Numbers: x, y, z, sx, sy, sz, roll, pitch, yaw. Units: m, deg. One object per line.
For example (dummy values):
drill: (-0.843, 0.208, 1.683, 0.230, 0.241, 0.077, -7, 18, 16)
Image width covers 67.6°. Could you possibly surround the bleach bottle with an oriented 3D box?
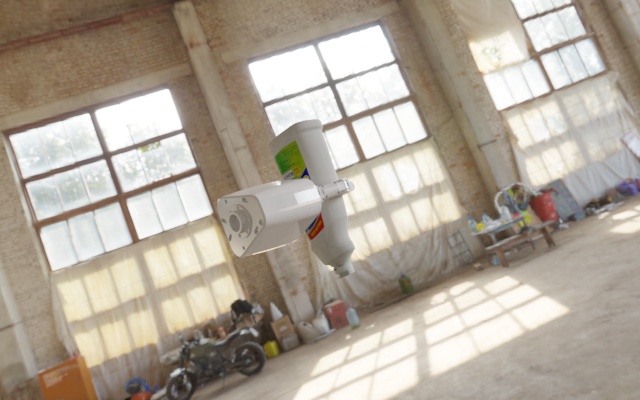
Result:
bleach bottle: (0.000, 0.003, 0.776, 0.068, 0.251, 0.102, -17, -8, -43)
